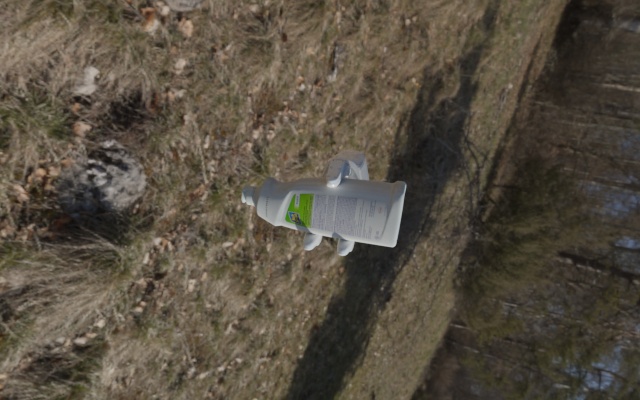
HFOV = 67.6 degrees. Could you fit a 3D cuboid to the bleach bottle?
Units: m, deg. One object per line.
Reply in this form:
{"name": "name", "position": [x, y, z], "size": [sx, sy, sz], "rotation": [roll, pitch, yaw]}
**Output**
{"name": "bleach bottle", "position": [0.000, 0.003, 0.744], "size": [0.251, 0.102, 0.068], "rotation": [10, 17, 10]}
